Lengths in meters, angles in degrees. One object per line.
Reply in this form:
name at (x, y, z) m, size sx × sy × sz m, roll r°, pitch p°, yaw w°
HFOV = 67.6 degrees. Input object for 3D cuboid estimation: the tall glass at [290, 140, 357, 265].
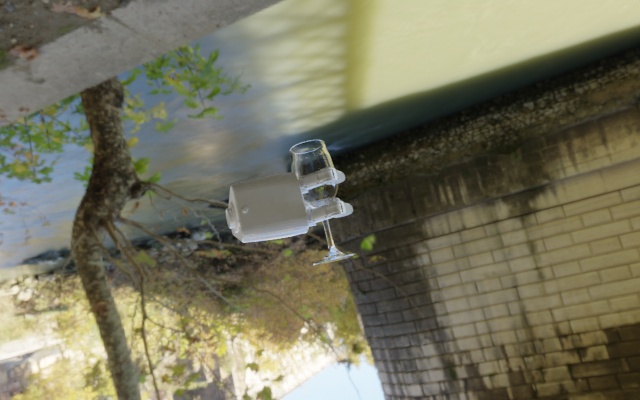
tall glass at (0.000, 0.003, 0.802) m, size 0.079 × 0.201 × 0.079 m, roll -13°, pitch -9°, yaw -2°
